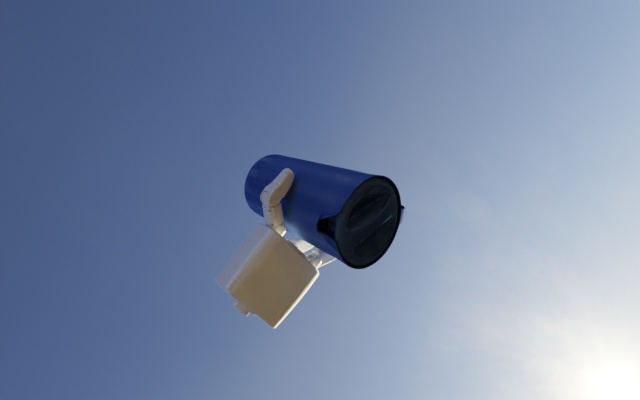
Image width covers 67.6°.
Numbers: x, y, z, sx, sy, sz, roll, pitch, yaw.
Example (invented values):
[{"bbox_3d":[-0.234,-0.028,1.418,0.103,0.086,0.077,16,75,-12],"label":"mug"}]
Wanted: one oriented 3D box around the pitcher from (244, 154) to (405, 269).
[{"bbox_3d":[0.000,0.003,0.737,0.242,0.145,0.149,21,-25,44],"label":"pitcher"}]
